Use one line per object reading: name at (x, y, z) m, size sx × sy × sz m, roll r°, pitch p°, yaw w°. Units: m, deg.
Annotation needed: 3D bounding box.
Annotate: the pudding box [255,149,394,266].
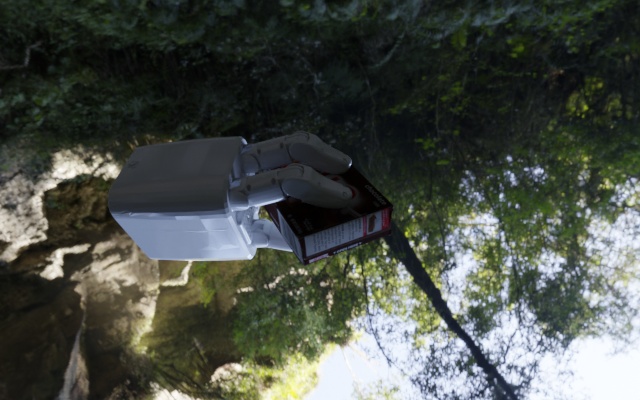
pudding box at (0.000, 0.002, 0.441) m, size 0.090 × 0.039 × 0.113 m, roll -19°, pitch 41°, yaw -17°
